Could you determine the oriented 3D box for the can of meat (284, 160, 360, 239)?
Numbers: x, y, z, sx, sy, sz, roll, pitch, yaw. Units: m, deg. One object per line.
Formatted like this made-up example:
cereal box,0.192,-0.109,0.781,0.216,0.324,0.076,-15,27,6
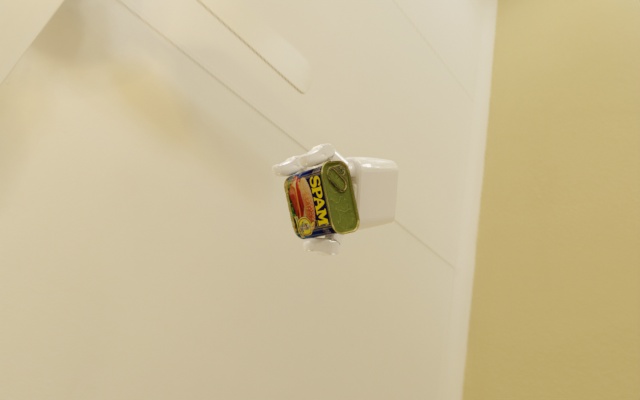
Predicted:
can of meat,0.000,0.002,0.680,0.084,0.102,0.057,-14,-4,44
